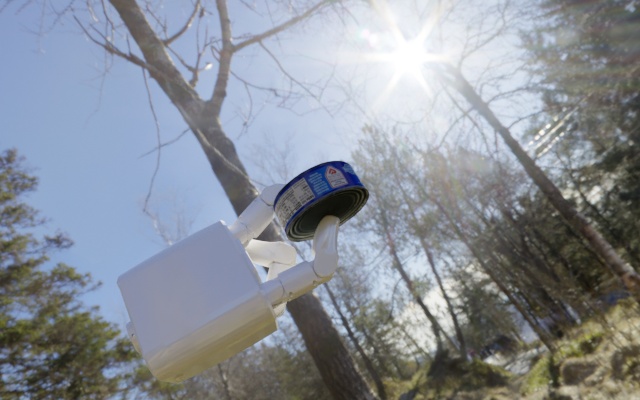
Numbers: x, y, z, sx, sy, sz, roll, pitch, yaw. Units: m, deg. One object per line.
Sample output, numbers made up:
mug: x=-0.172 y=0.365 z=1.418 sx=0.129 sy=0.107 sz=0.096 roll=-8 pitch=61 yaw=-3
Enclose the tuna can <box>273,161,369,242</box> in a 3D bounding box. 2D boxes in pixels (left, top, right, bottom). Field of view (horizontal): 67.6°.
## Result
tuna can: x=0.000 y=0.001 z=0.444 sx=0.086 sy=0.033 sz=0.086 roll=-26 pitch=-22 yaw=-11
